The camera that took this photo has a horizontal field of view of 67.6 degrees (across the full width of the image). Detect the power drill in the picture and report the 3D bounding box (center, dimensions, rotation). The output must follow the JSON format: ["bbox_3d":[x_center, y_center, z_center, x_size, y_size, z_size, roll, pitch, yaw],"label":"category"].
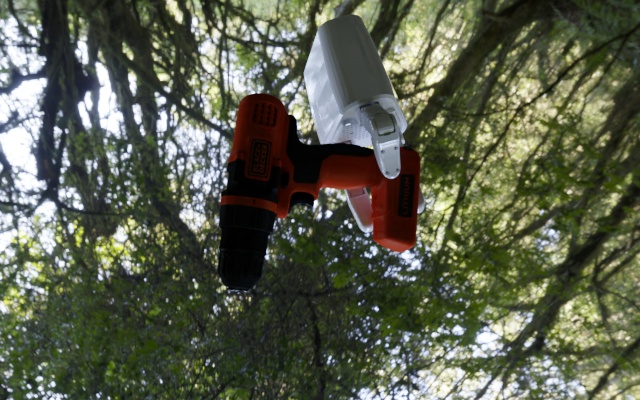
[{"bbox_3d":[0.001,0.001,0.457,0.187,0.184,0.057,9,-9,-18],"label":"power drill"}]
